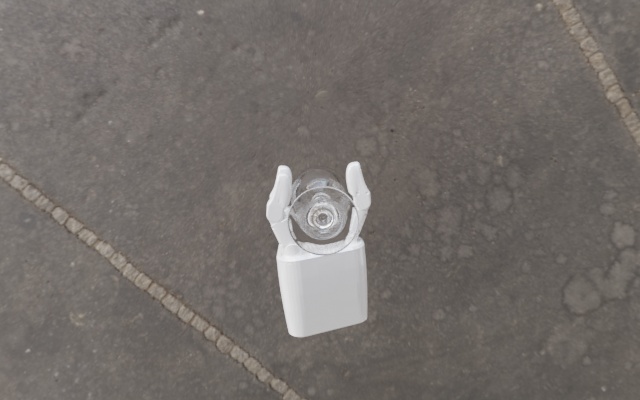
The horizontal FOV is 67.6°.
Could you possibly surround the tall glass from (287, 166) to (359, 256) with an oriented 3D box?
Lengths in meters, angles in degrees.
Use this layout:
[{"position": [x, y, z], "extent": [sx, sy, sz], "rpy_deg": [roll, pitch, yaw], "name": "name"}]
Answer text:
[{"position": [0.000, 0.002, 0.589], "extent": [0.079, 0.079, 0.201], "rpy_deg": [0, 12, -2], "name": "tall glass"}]
